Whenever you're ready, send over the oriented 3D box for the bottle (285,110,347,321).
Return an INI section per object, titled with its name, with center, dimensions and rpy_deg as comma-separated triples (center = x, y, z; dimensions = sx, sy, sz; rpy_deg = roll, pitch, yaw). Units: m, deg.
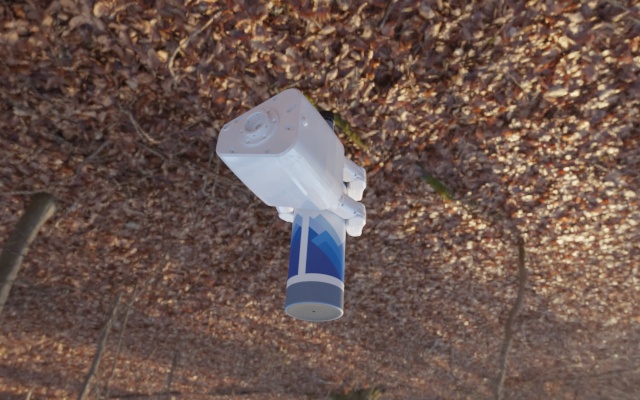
[bottle]
center = 0.000, 0.002, 0.618
dimensions = 0.069, 0.295, 0.069
rpy_deg = 3, -32, 2
